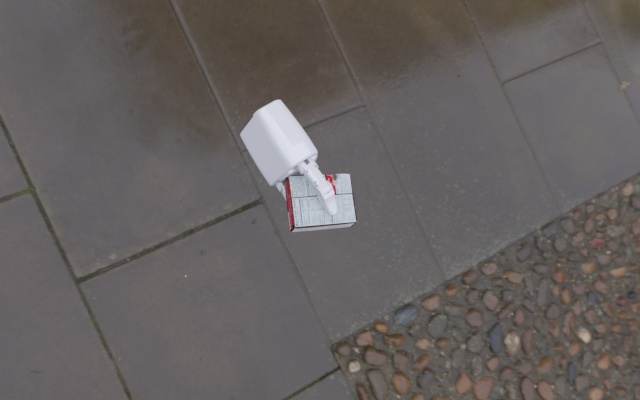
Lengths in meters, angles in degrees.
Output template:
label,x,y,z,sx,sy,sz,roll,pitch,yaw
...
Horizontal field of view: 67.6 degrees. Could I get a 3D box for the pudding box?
label,x,y,z,sx,sy,sz,roll,pitch,yaw
pudding box,0.000,0.003,0.795,0.113,0.090,0.039,-4,-11,-14
